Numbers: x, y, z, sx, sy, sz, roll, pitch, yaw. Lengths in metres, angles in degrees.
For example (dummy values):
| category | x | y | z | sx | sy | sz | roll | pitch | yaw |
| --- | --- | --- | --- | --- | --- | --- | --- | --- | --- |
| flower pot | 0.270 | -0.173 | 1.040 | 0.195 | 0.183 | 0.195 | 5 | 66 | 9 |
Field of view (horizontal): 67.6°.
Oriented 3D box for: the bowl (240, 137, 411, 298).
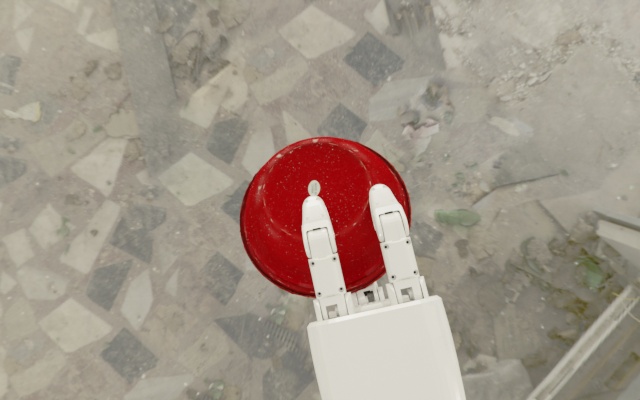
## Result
| category | x | y | z | sx | sy | sz | roll | pitch | yaw |
| --- | --- | --- | --- | --- | --- | --- | --- | --- | --- |
| bowl | -0.001 | 0.000 | 0.424 | 0.162 | 0.162 | 0.055 | 0 | -24 | 8 |
